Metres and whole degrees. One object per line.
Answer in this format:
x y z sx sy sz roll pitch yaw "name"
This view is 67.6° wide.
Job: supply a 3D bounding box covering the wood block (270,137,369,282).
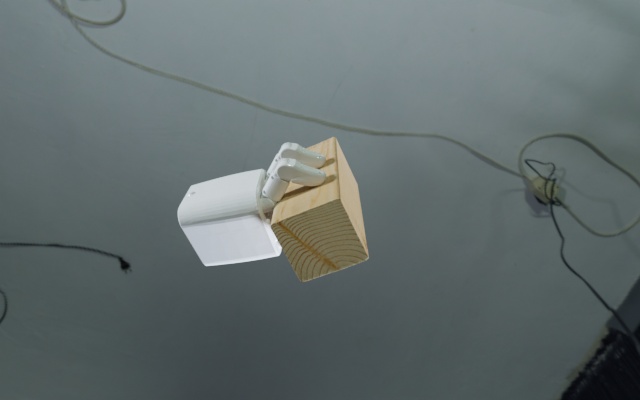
0.000 0.003 0.641 0.090 0.091 0.206 -21 25 11 "wood block"
